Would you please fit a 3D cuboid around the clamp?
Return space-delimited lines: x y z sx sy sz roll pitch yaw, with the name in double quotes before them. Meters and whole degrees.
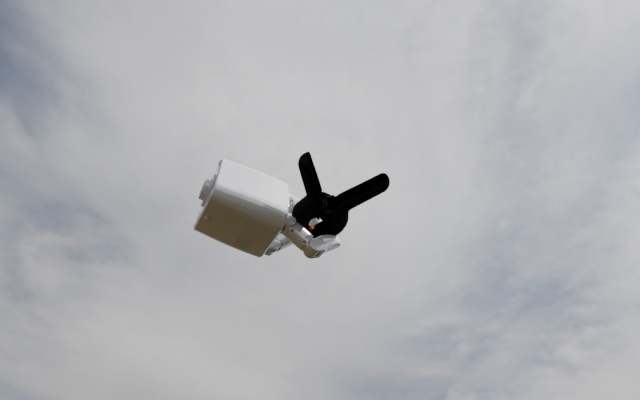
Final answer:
"clamp" 0.000 0.002 0.645 0.120 0.039 0.171 25 -48 -15
